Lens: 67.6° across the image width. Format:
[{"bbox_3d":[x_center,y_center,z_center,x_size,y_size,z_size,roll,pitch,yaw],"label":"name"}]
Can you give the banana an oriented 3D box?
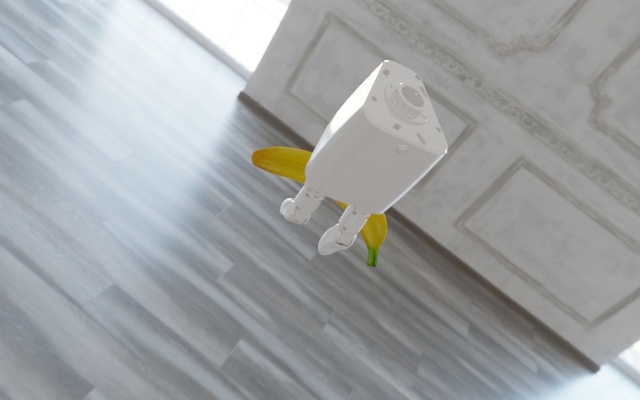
[{"bbox_3d":[0.013,-0.009,0.560,0.198,0.069,0.037,41,-27,-8],"label":"banana"}]
